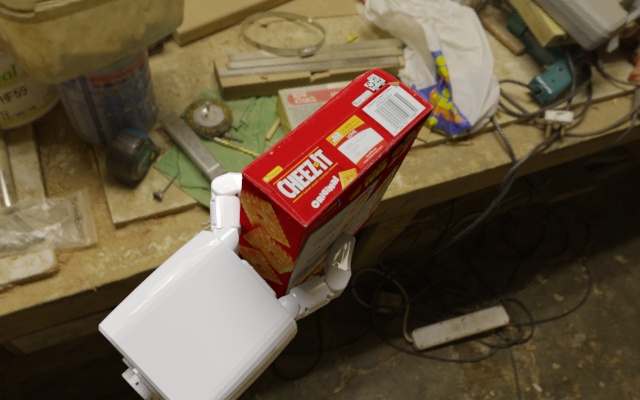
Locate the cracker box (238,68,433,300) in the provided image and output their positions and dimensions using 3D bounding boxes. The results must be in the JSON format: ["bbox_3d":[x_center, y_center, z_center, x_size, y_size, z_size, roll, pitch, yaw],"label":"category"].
[{"bbox_3d":[0.000,0.002,0.451,0.164,0.072,0.214,-43,-13,-28],"label":"cracker box"}]
